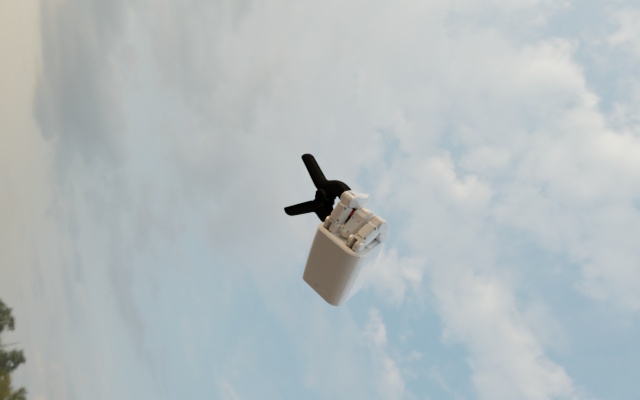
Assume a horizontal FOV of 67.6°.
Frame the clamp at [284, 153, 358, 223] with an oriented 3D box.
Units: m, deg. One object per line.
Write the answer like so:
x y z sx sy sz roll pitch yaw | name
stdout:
0.001 0.003 0.841 0.039 0.120 0.171 2 28 -42 | clamp
